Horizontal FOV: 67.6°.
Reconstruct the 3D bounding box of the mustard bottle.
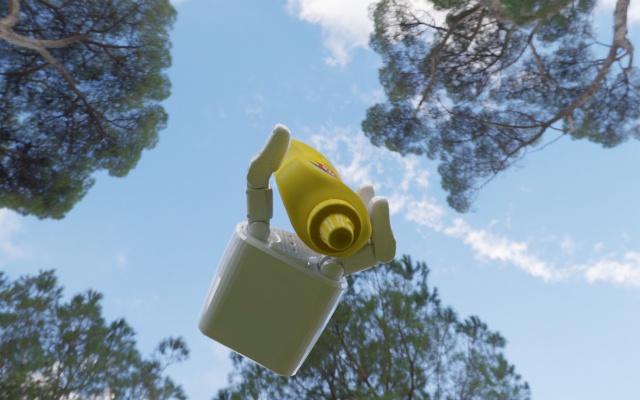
[{"bbox_3d":[0.000,0.001,0.426,0.058,0.096,0.191,-40,18,4],"label":"mustard bottle"}]
